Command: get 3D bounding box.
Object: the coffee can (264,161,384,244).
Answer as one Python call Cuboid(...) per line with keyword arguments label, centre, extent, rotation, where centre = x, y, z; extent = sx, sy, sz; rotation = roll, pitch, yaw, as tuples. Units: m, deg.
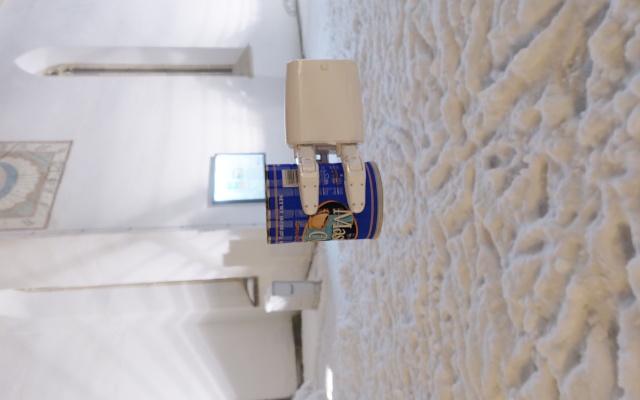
Cuboid(label="coffee can", centre=(0.000, 0.002, 0.613), extent=(0.140, 0.103, 0.103), rotation=(-2, 0, -7))
